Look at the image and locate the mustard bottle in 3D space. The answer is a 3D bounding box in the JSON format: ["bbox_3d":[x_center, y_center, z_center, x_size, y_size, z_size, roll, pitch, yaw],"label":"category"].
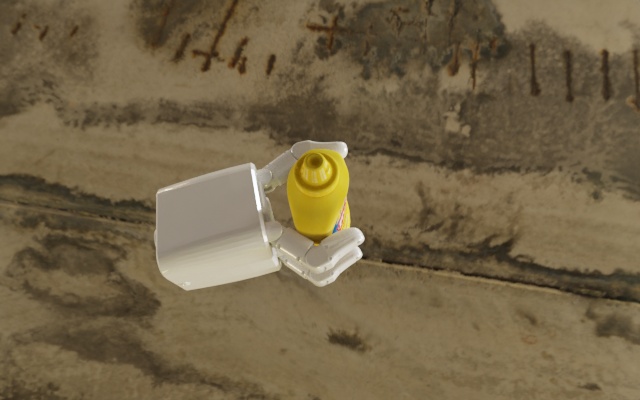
[{"bbox_3d":[0.000,0.002,0.493,0.058,0.096,0.192,8,-21,7],"label":"mustard bottle"}]
